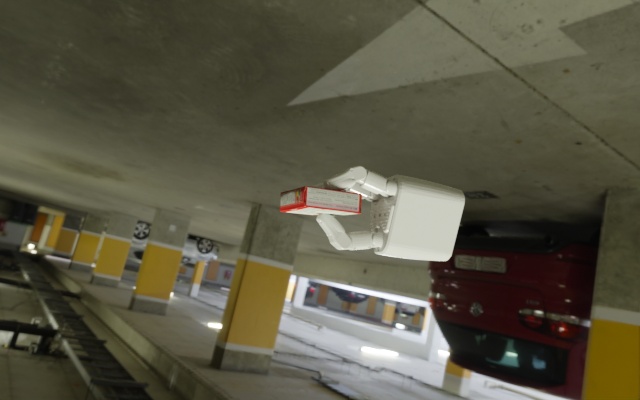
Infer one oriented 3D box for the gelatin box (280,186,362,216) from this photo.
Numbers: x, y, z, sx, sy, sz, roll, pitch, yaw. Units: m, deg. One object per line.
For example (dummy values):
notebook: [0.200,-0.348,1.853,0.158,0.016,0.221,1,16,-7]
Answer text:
gelatin box: [0.000,0.003,0.645,0.089,0.030,0.073,7,-9,-30]
